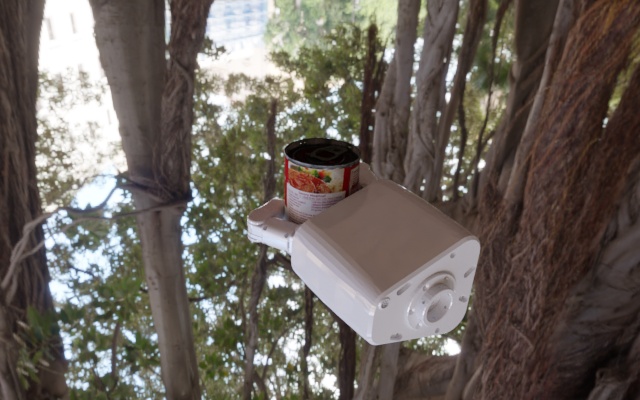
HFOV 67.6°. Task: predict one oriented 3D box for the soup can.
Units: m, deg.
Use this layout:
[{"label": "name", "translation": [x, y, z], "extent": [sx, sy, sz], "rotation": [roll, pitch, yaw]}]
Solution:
[{"label": "soup can", "translation": [0.000, 0.002, 0.442], "extent": [0.068, 0.102, 0.068], "rotation": [2, 27, -1]}]
